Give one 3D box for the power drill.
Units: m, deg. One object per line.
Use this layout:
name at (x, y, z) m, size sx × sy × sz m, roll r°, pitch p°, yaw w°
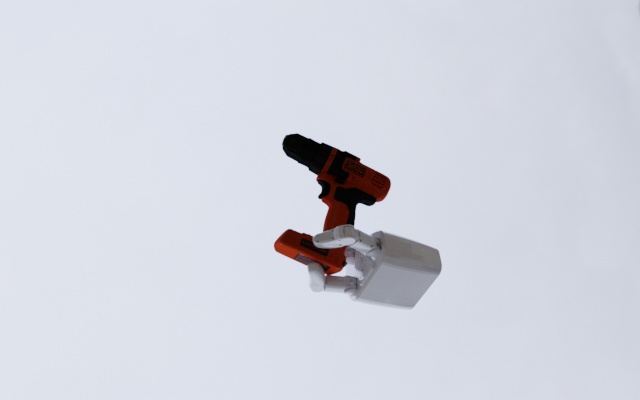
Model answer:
power drill at (0.000, 0.003, 0.719) m, size 0.184 × 0.187 × 0.057 m, roll 25°, pitch -23°, yaw -4°
